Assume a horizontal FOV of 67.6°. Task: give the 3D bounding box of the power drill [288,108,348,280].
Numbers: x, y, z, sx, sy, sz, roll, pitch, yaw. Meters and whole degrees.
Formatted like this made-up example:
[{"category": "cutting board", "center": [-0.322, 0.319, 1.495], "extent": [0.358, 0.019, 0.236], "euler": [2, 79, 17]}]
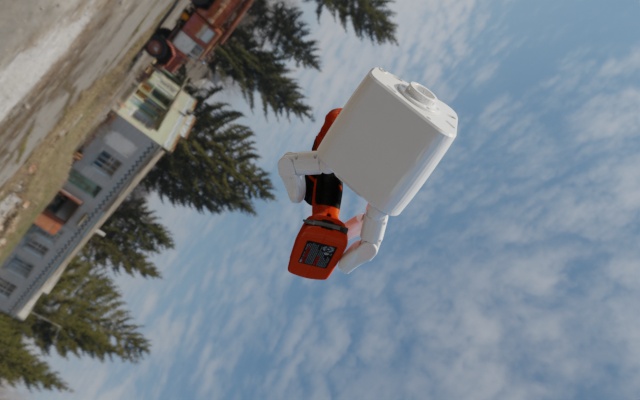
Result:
[{"category": "power drill", "center": [0.000, 0.002, 0.613], "extent": [0.057, 0.187, 0.185], "euler": [11, -37, -6]}]
